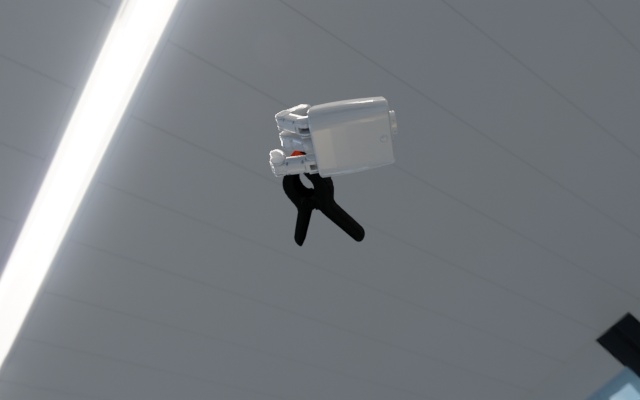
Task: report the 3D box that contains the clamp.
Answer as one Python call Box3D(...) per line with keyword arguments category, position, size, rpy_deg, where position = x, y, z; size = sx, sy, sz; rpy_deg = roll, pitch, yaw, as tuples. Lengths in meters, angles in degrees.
Box3D(category="clamp", position=(0.000, 0.002, 0.724), size=(0.120, 0.172, 0.039), rpy_deg=(-3, 35, 17))
